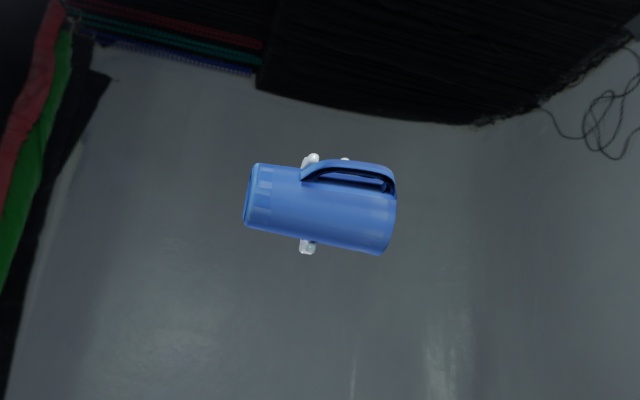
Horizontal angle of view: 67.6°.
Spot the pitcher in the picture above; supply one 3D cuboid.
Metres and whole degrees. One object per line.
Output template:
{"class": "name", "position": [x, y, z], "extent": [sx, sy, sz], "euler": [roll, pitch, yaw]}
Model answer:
{"class": "pitcher", "position": [0.000, 0.003, 0.799], "extent": [0.243, 0.149, 0.145], "euler": [10, 0, -11]}
